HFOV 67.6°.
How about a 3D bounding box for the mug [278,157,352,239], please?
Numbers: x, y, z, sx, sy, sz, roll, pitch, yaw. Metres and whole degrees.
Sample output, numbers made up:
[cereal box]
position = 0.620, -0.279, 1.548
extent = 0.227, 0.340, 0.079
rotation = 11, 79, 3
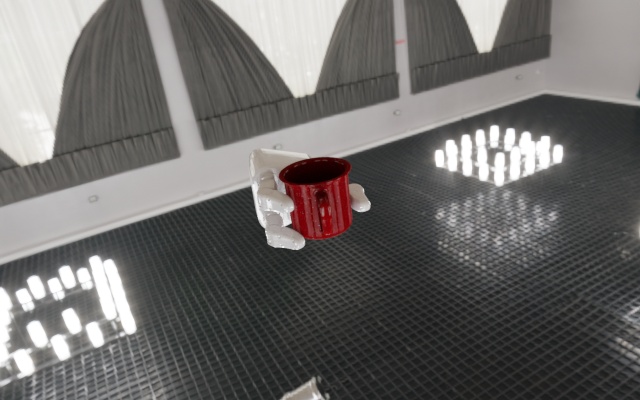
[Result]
[mug]
position = 0.000, 0.003, 0.611
extent = 0.093, 0.081, 0.117
rotation = -12, 25, -7
